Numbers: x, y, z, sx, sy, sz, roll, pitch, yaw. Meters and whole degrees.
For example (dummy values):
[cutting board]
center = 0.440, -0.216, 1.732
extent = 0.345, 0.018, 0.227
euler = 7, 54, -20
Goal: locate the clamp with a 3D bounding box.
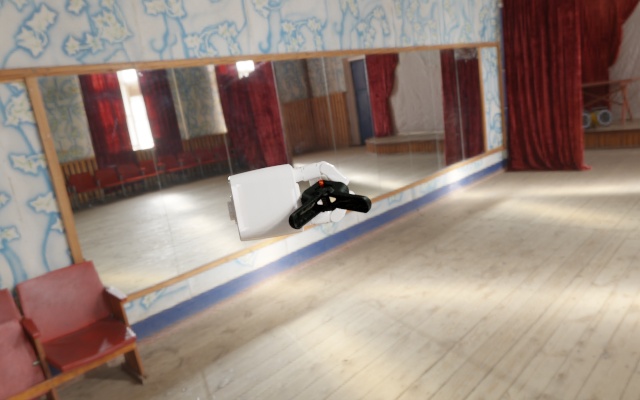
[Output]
[clamp]
center = 0.000, 0.002, 0.743
extent = 0.120, 0.039, 0.171
euler = -10, 13, -10
